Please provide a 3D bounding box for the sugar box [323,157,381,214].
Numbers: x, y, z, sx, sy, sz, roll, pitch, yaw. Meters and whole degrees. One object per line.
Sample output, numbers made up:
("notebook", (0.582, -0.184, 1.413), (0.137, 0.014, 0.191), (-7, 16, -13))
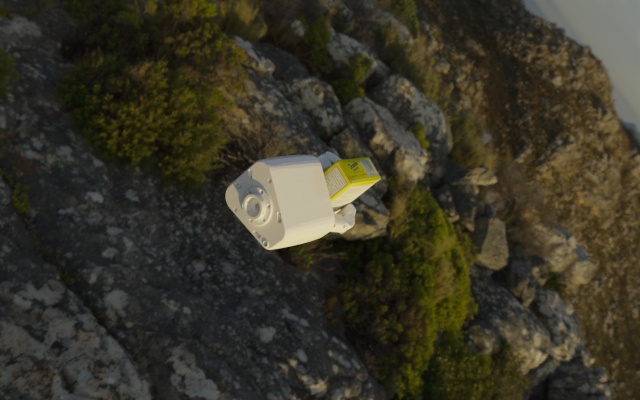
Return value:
("sugar box", (0.000, 0.002, 0.725), (0.176, 0.048, 0.093), (-36, -14, 32))
